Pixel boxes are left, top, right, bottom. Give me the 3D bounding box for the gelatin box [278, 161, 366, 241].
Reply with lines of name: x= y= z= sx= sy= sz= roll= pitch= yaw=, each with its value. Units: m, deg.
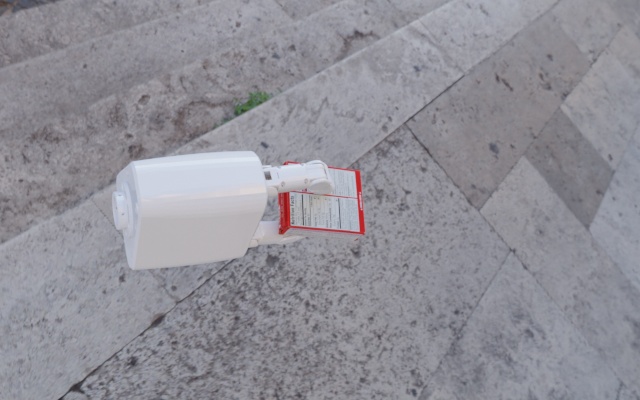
gelatin box: x=0.001 y=0.001 z=0.499 sx=0.089 sy=0.073 sz=0.030 roll=6 pitch=-24 yaw=-22
